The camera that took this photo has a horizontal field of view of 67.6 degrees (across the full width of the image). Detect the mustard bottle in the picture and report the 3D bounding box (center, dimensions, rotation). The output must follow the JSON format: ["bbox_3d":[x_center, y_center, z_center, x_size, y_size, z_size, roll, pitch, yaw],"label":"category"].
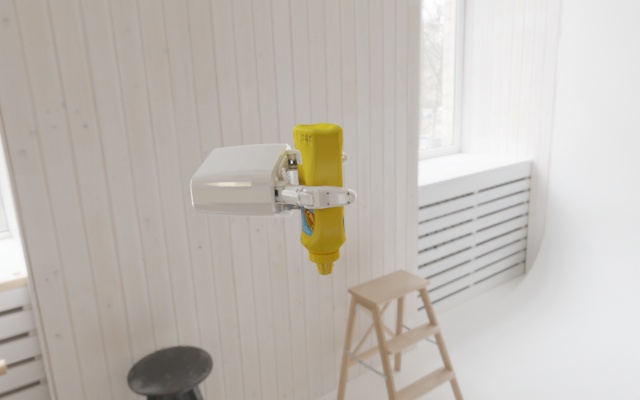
[{"bbox_3d":[0.000,0.002,0.600,0.058,0.192,0.096,-6,15,-14],"label":"mustard bottle"}]
